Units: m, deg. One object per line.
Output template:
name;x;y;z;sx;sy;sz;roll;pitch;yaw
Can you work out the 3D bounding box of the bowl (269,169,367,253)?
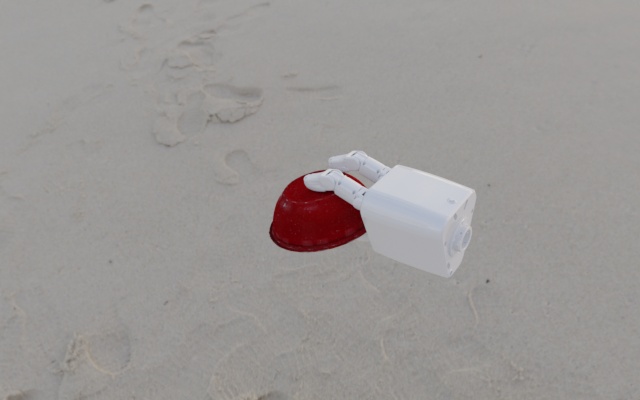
bowl;-0.001;0.002;0.655;0.162;0.055;0.162;-13;27;7
